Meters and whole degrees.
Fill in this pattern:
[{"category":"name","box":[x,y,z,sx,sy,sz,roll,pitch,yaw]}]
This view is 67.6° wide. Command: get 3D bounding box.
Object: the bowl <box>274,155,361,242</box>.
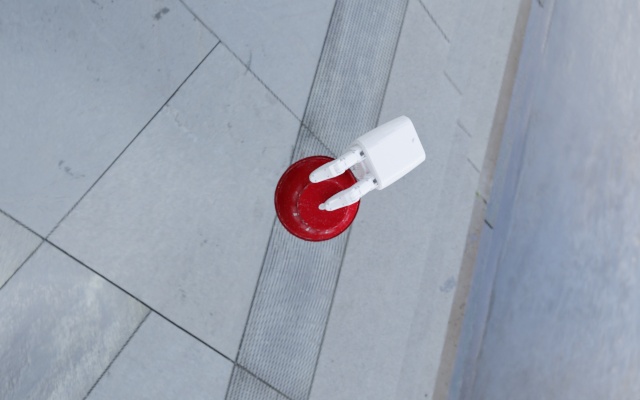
[{"category":"bowl","box":[-0.001,0.004,0.848,0.162,0.162,0.055,0,12,-11]}]
